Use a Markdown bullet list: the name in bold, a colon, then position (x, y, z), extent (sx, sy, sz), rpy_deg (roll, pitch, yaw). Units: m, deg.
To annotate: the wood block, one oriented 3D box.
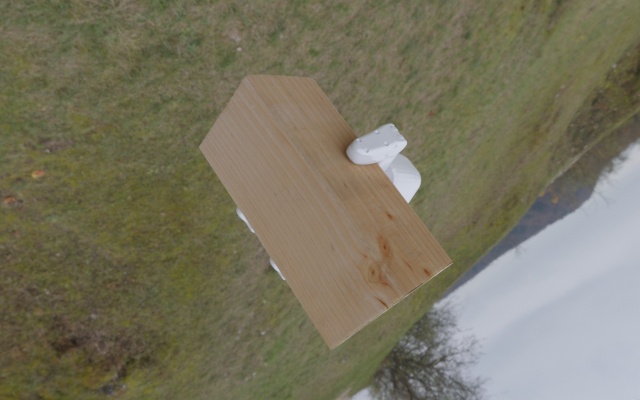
- **wood block**: position (0.001, 0.001, 0.402), extent (0.090, 0.206, 0.091), rpy_deg (-16, -25, -52)
